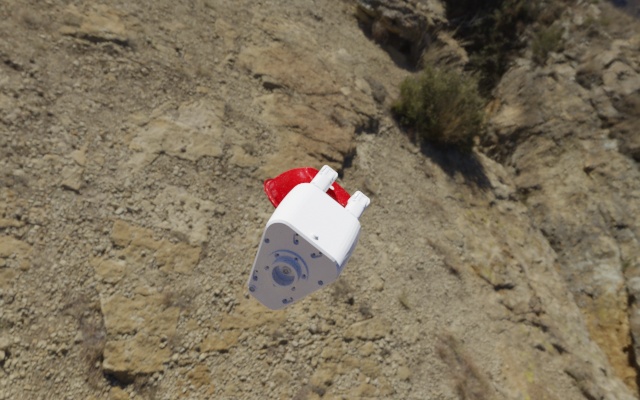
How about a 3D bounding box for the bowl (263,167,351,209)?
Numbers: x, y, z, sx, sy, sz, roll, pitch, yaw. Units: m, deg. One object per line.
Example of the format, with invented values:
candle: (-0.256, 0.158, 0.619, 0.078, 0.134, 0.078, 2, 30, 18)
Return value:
bowl: (0.000, 0.001, 0.680, 0.162, 0.055, 0.162, 36, 15, -11)
